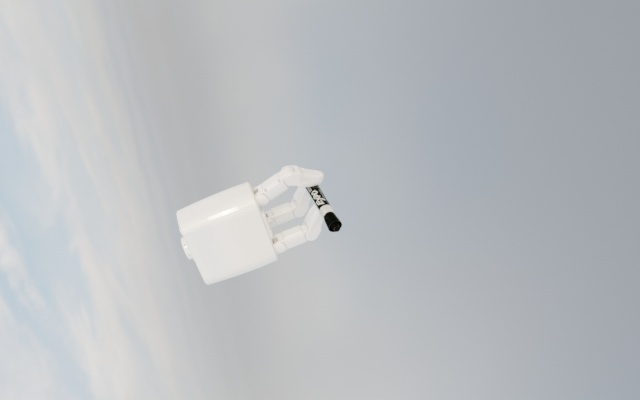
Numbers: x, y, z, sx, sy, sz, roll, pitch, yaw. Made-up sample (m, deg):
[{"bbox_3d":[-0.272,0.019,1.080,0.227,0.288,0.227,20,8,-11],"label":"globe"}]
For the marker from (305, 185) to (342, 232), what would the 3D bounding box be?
[{"bbox_3d":[0.000,0.002,0.646,0.020,0.020,0.121,0,35,-25],"label":"marker"}]
